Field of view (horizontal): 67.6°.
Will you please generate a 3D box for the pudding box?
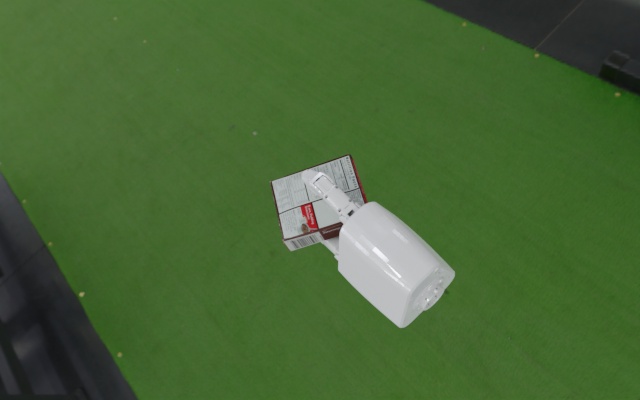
[{"bbox_3d":[0.000,0.002,0.598,0.113,0.090,0.039,-17,-28,5],"label":"pudding box"}]
